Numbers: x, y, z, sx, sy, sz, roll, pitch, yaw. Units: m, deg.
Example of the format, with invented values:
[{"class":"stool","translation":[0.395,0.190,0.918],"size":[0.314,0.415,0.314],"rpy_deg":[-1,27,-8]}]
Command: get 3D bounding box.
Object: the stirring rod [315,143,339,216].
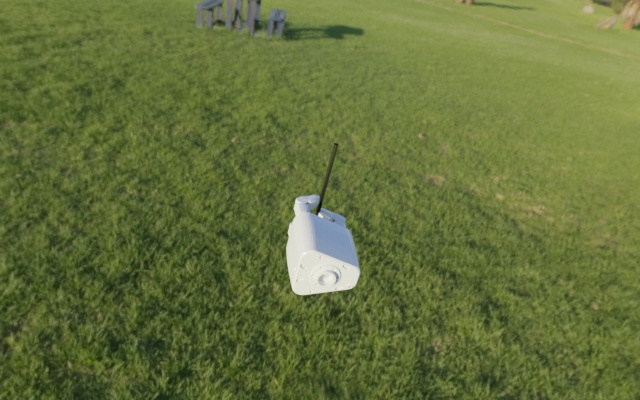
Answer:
[{"class":"stirring rod","translation":[0.000,0.003,0.891],"size":[0.011,0.240,0.011],"rpy_deg":[11,30,-7]}]
